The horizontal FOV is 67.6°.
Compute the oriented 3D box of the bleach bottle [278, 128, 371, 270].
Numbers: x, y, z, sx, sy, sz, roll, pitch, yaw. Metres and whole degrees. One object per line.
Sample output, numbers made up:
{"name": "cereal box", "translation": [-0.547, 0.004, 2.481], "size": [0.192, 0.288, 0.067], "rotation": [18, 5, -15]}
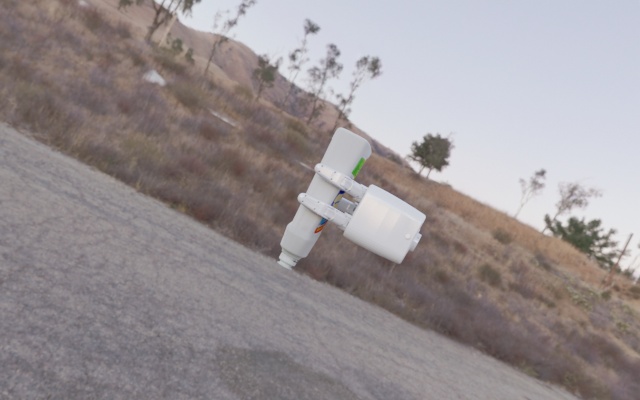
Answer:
{"name": "bleach bottle", "translation": [0.000, 0.003, 0.825], "size": [0.068, 0.251, 0.102], "rotation": [29, -1, 9]}
